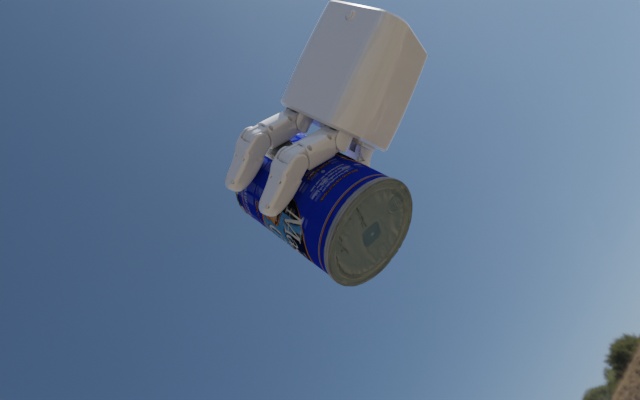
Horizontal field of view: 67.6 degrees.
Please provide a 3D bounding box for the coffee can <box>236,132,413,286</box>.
[{"bbox_3d":[0.000,0.002,0.452,0.103,0.103,0.140,0,24,-45],"label":"coffee can"}]
